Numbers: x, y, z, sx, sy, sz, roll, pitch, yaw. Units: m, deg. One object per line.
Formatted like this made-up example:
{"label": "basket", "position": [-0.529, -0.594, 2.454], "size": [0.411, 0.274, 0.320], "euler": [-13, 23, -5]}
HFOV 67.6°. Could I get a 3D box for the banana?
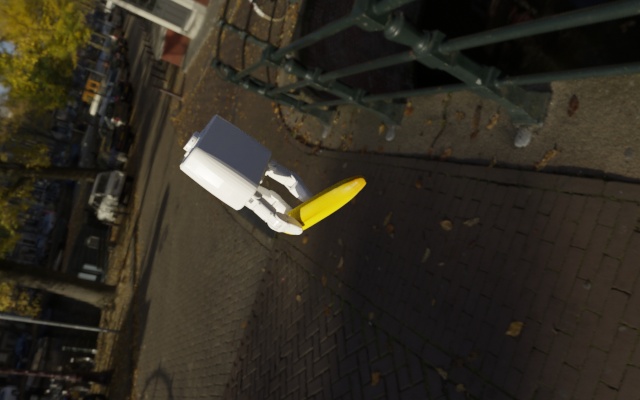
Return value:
{"label": "banana", "position": [-0.011, 0.013, 0.761], "size": [0.198, 0.037, 0.069], "euler": [-31, 10, 44]}
